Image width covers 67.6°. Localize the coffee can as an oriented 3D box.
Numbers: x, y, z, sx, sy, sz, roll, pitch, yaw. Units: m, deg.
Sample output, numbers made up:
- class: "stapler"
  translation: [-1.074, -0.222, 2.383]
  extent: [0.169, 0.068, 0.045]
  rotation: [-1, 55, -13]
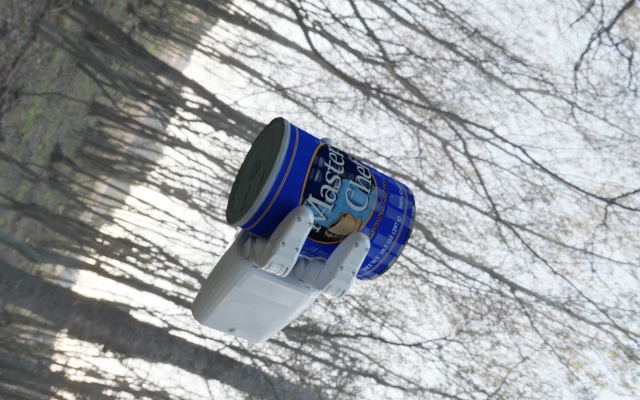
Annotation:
- class: "coffee can"
  translation: [0.000, 0.001, 0.436]
  extent: [0.140, 0.103, 0.103]
  rotation: [26, -11, -22]
